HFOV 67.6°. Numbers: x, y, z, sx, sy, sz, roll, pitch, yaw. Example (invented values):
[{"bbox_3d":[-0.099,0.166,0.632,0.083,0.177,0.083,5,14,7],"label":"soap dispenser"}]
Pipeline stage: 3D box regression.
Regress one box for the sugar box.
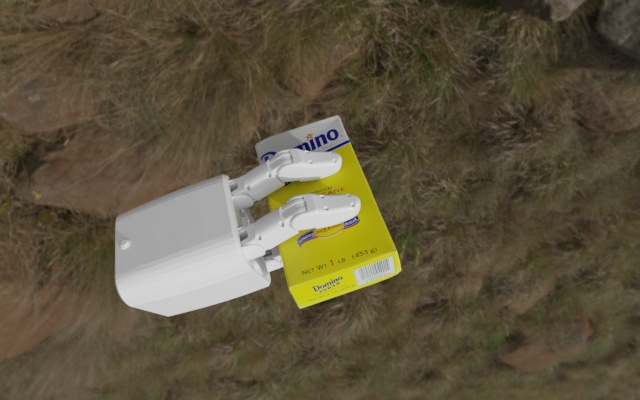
[{"bbox_3d":[0.000,0.001,0.440,0.093,0.176,0.048,-19,-37,-1],"label":"sugar box"}]
